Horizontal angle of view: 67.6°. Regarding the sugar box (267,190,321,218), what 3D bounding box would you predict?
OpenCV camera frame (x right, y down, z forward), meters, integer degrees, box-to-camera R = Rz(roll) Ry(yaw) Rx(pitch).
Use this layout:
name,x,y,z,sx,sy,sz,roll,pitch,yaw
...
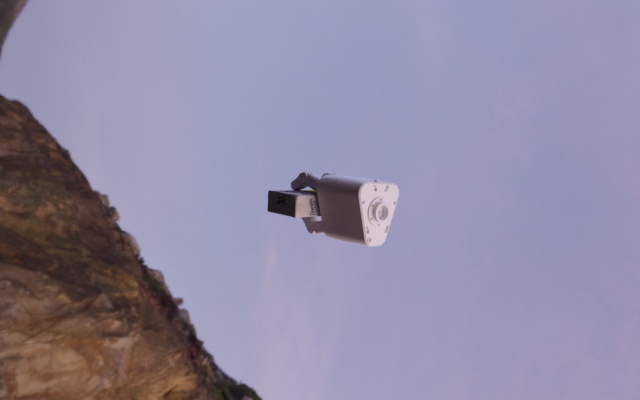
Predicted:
name,x,y,z,sx,sy,sz,roll,pitch,yaw
sugar box,0.000,0.002,0.884,0.176,0.048,0.093,1,5,-38
